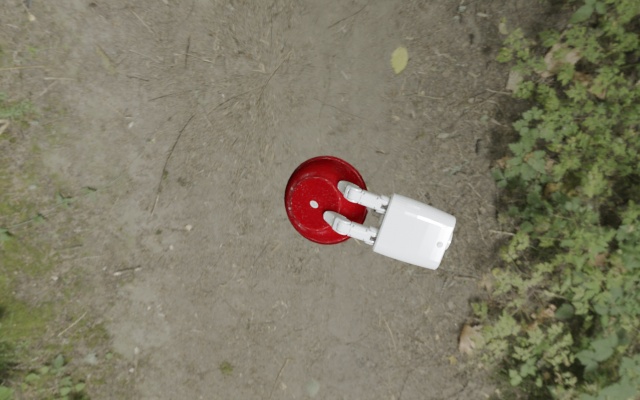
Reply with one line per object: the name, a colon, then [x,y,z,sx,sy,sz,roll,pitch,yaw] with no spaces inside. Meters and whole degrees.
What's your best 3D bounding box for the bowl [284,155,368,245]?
bowl: [-0.001,0.003,0.833,0.162,0.162,0.055,0,6,21]
